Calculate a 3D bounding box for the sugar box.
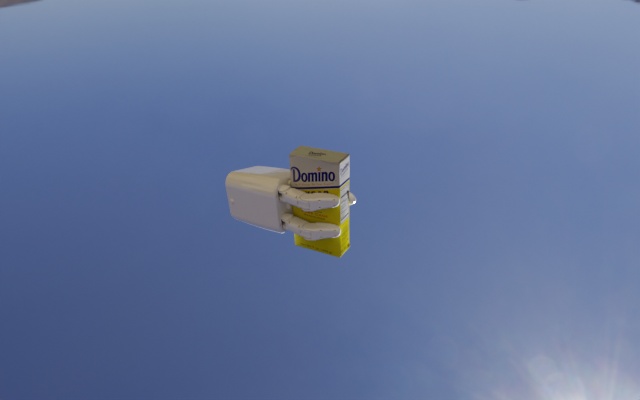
[{"bbox_3d":[0.000,0.003,0.792,0.093,0.176,0.048,12,34,26],"label":"sugar box"}]
